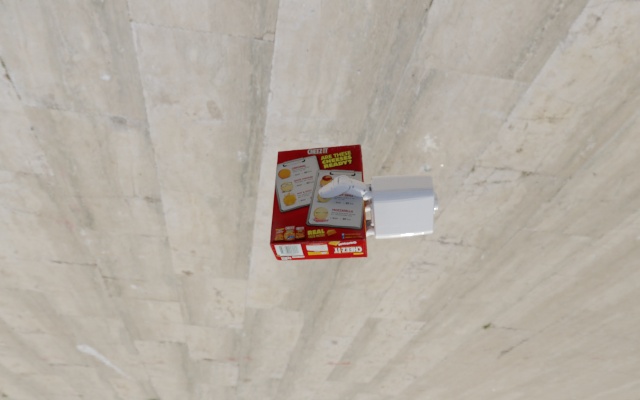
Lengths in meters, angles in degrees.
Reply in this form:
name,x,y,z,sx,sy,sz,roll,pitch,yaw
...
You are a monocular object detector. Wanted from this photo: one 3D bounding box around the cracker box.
name,x,y,z,sx,sy,sz,roll,pitch,yaw
cracker box,0.000,0.003,0.876,0.164,0.213,0.072,-4,-37,6
